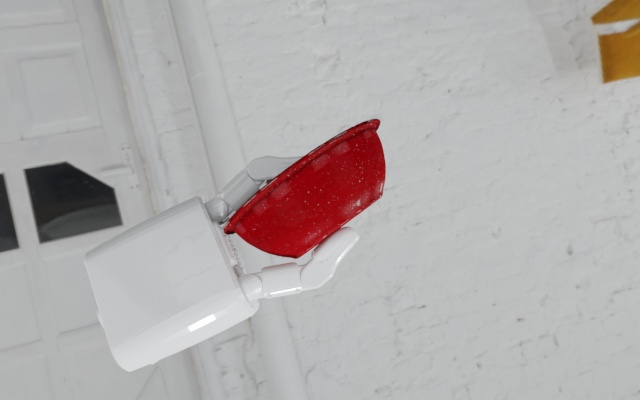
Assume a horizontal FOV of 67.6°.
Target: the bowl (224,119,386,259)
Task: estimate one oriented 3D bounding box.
[{"bbox_3d":[0.001,0.001,0.406,0.162,0.055,0.162,-36,-5,-3],"label":"bowl"}]
